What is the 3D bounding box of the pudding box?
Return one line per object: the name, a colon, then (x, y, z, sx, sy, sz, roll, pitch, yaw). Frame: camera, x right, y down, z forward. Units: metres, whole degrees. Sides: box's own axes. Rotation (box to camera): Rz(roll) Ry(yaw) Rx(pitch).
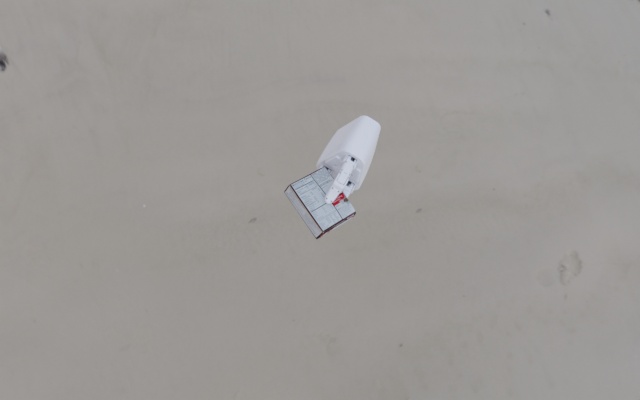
pudding box: (0.000, 0.003, 0.897, 0.090, 0.113, 0.039, -29, -12, -30)
